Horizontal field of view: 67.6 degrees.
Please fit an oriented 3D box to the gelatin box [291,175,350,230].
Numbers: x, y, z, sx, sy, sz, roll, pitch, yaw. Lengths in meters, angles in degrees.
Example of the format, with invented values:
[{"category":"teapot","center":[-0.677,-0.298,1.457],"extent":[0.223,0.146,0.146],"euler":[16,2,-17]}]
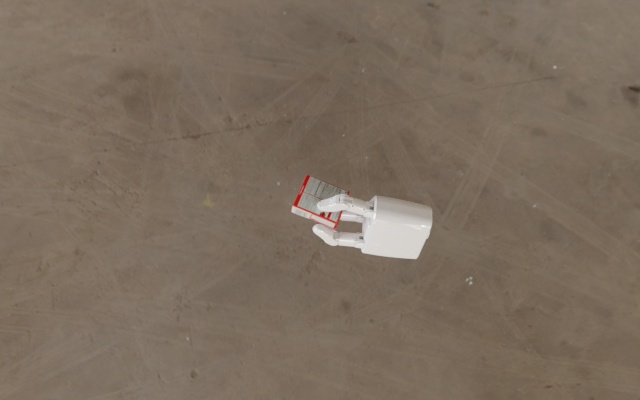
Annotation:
[{"category":"gelatin box","center":[0.000,0.003,0.877],"extent":[0.089,0.073,0.030],"euler":[22,-29,0]}]
